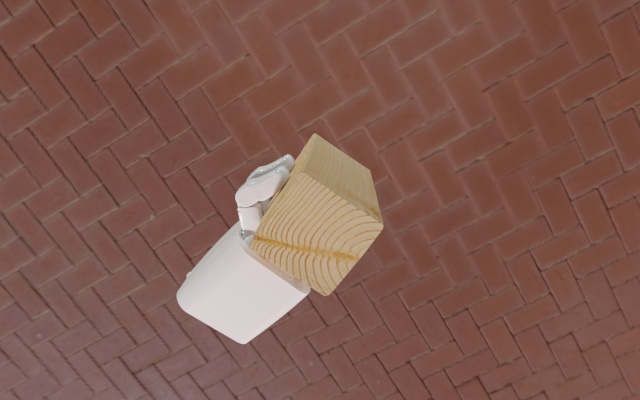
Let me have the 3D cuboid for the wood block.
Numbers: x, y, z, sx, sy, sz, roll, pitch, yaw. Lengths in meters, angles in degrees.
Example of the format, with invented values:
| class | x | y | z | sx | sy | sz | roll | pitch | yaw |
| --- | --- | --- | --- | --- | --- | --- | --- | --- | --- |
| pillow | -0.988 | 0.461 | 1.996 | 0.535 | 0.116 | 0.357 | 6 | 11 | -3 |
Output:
| class | x | y | z | sx | sy | sz | roll | pitch | yaw |
| --- | --- | --- | --- | --- | --- | --- | --- | --- | --- |
| wood block | 0.000 | 0.002 | 0.521 | 0.091 | 0.090 | 0.206 | 34 | 16 | -8 |
